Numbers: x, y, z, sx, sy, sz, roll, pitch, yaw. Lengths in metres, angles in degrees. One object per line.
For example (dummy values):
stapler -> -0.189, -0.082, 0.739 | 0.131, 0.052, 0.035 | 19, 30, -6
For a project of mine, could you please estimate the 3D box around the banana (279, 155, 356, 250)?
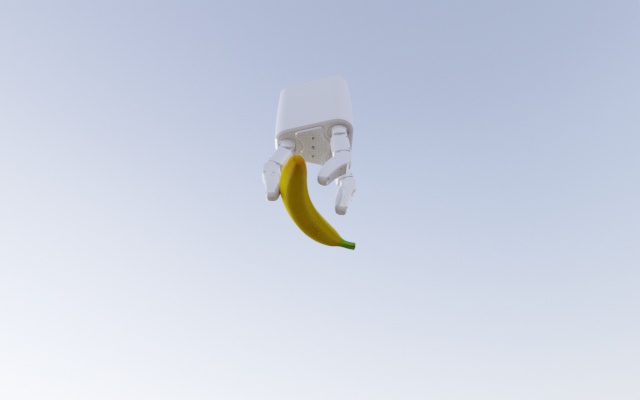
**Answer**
banana -> -0.016, 0.008, 0.654 | 0.069, 0.037, 0.198 | -12, -42, 21
